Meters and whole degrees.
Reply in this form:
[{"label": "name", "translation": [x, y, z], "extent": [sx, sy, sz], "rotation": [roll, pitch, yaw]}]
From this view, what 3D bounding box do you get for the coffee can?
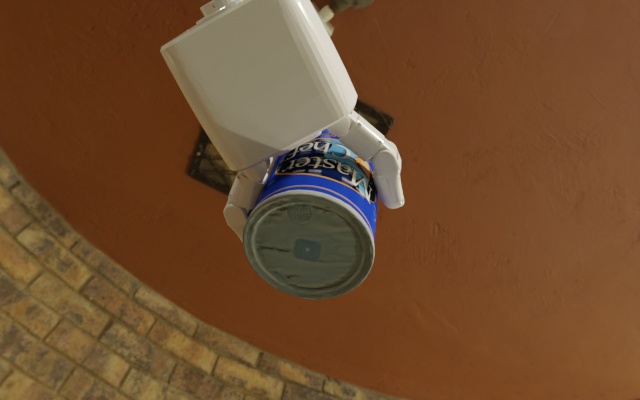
[{"label": "coffee can", "translation": [0.000, 0.002, 0.423], "extent": [0.103, 0.103, 0.140], "rotation": [0, 32, 10]}]
